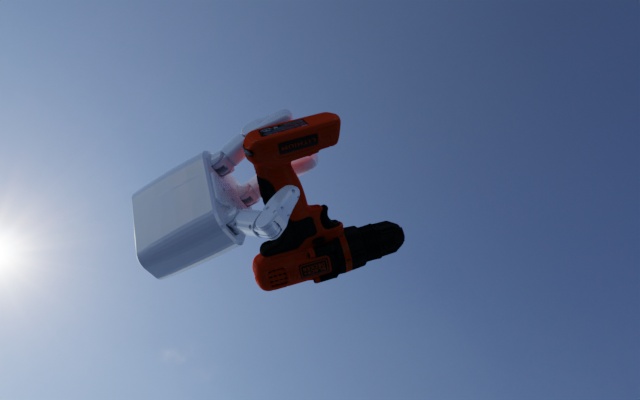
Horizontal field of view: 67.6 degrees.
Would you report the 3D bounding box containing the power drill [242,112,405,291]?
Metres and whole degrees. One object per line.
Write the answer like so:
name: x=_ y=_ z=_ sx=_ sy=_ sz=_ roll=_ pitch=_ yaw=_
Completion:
power drill: x=0.000 y=0.001 z=0.535 sx=0.184 sy=0.188 sz=0.057 roll=-16 pitch=21 yaw=-11
